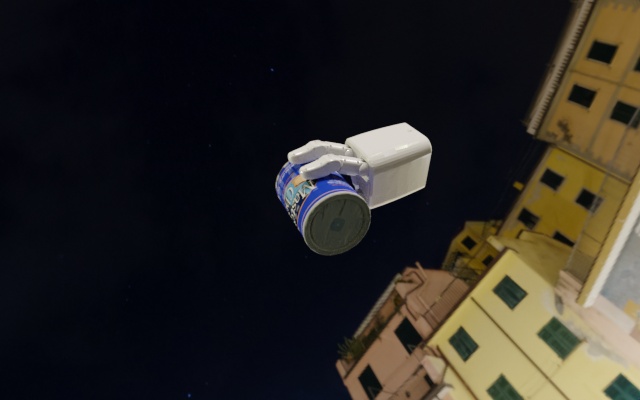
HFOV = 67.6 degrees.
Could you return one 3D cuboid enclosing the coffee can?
[{"bbox_3d":[0.000,0.003,0.727,0.103,0.103,0.140,0,28,-24],"label":"coffee can"}]
